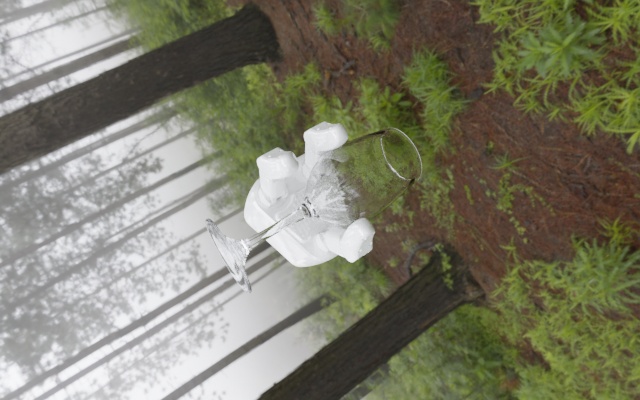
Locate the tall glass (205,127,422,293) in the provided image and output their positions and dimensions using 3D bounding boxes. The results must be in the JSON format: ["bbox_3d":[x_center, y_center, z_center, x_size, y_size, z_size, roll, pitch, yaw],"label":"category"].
[{"bbox_3d":[0.000,0.002,0.446,0.201,0.079,0.079,-30,11,-20],"label":"tall glass"}]
